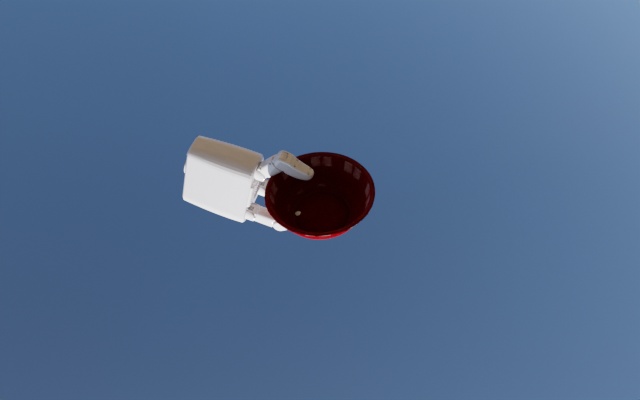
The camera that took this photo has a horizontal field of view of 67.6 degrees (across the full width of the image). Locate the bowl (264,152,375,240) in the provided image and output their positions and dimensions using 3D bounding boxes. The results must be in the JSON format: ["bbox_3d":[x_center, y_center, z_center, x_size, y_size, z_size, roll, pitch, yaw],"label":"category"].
[{"bbox_3d":[0.001,0.003,0.711,0.162,0.162,0.055,0,-40,5],"label":"bowl"}]
